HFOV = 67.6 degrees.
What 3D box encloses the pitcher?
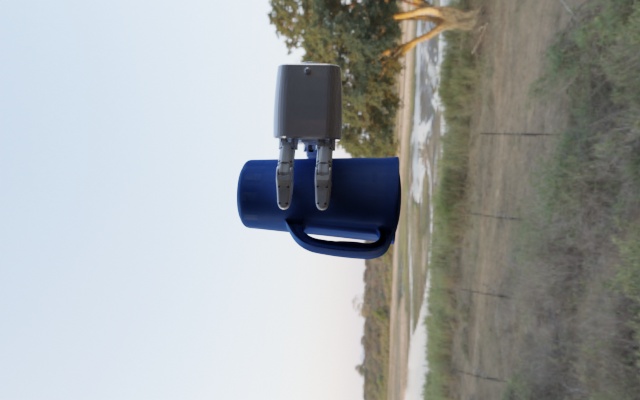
[{"bbox_3d":[0.000,0.002,0.727,0.243,0.145,0.149,2,5,6],"label":"pitcher"}]
